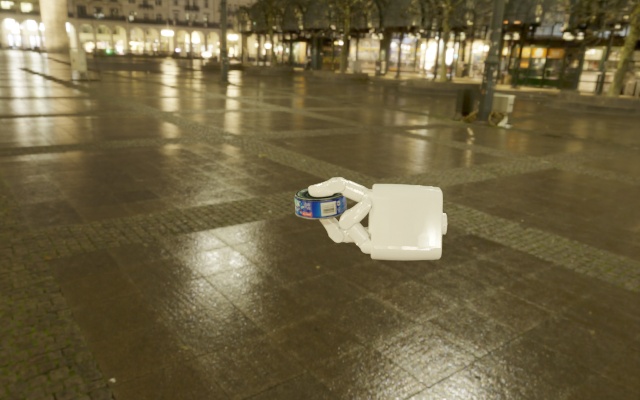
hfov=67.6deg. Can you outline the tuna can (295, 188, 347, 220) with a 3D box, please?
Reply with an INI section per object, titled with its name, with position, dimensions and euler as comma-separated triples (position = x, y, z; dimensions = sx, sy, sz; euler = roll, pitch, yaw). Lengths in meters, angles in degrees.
[tuna can]
position = 0.000, 0.002, 0.787
dimensions = 0.086, 0.034, 0.086
euler = -3, 16, 1
